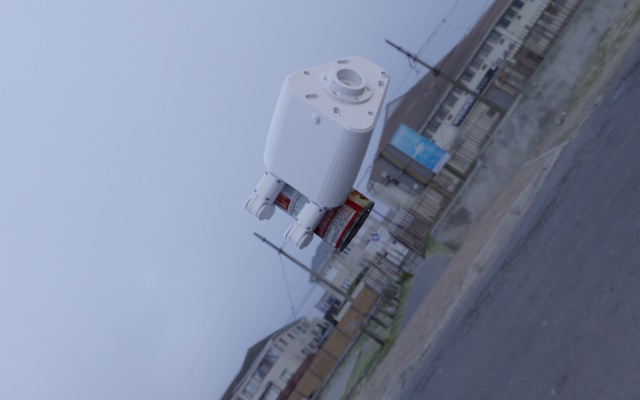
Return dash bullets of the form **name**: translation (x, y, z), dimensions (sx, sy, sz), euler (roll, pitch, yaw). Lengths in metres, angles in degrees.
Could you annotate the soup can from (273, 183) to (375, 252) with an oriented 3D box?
- **soup can**: translation (0.000, 0.002, 0.539), dimensions (0.102, 0.068, 0.068), euler (35, 8, 11)
